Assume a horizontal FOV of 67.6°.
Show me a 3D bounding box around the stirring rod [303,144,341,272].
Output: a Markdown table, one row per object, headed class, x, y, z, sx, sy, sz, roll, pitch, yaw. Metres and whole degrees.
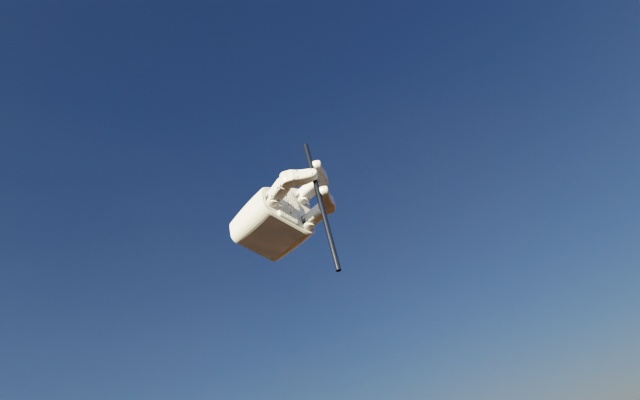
| class | x | y | z | sx | sy | sz | roll | pitch | yaw |
| --- | --- | --- | --- | --- | --- | --- | --- | --- | --- |
| stirring rod | 0.000 | 0.003 | 0.735 | 0.011 | 0.239 | 0.011 | -10 | -35 | -7 |
